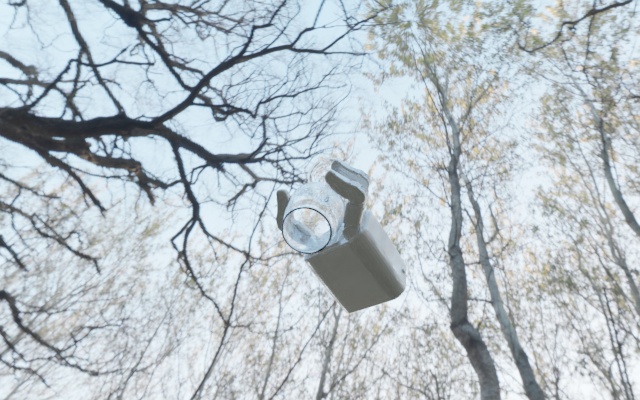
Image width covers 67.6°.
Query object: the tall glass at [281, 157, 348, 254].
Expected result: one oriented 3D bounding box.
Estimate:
[{"bbox_3d":[0.000,0.002,0.662,0.079,0.079,0.201,0,20,11],"label":"tall glass"}]
